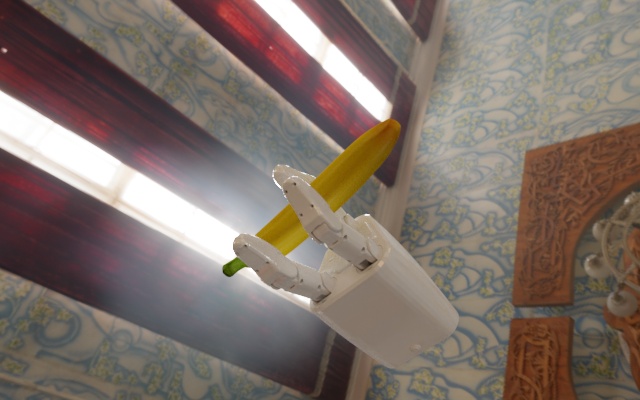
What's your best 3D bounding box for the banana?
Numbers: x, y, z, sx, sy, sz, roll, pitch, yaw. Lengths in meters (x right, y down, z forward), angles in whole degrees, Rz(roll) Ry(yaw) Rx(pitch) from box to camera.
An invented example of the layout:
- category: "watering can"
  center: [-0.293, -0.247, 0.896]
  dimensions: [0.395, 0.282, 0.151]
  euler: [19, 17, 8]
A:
- category: "banana"
  center: [-0.003, 0.002, 0.436]
  dimensions: [0.198, 0.037, 0.069]
  euler: [-43, 3, 2]
